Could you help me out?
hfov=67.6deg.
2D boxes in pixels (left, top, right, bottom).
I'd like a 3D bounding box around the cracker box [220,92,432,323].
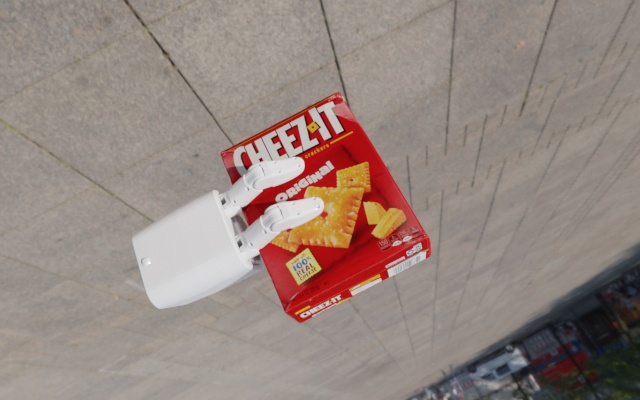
[{"bbox_3d":[0.000,0.002,0.538,0.164,0.213,0.072,-27,-27,0],"label":"cracker box"}]
